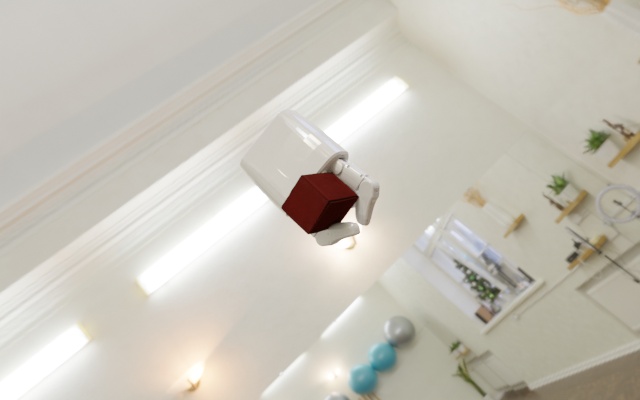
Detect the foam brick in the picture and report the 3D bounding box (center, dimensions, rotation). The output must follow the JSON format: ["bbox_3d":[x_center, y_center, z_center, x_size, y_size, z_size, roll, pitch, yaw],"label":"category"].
[{"bbox_3d":[0.000,0.002,0.591,0.051,0.053,0.078,43,24,19],"label":"foam brick"}]
